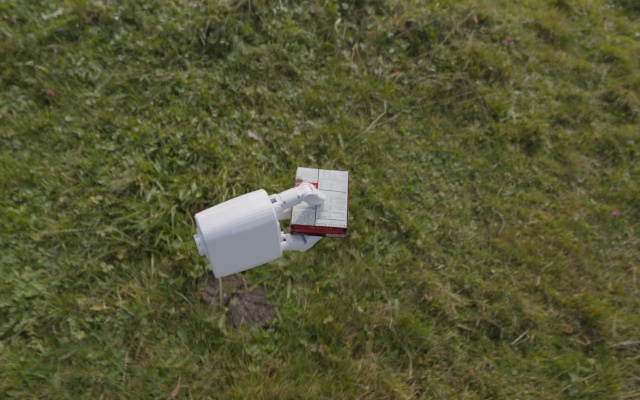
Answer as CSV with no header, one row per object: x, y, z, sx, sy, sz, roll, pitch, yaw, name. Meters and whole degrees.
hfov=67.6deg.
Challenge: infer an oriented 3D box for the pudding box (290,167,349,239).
0.000,0.002,0.761,0.090,0.113,0.039,5,-30,-2,pudding box
